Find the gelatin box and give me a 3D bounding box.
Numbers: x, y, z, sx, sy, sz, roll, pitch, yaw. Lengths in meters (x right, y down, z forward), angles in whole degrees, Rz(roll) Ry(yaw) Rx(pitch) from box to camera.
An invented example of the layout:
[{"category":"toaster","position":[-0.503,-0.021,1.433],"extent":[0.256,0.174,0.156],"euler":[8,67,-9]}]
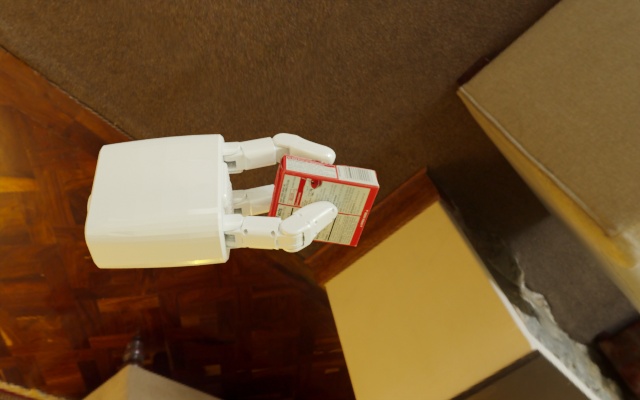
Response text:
[{"category":"gelatin box","position":[0.000,0.002,0.437],"extent":[0.089,0.073,0.030],"euler":[9,36,-10]}]
